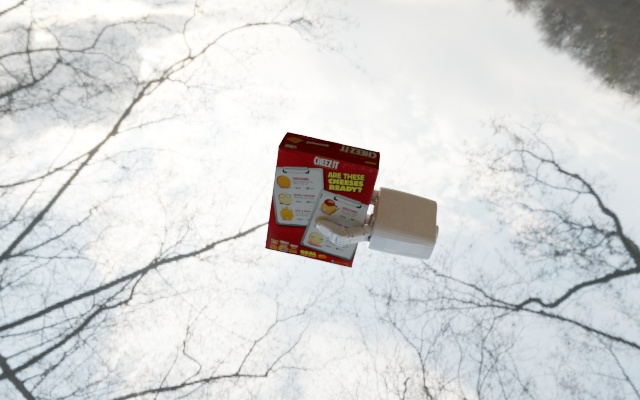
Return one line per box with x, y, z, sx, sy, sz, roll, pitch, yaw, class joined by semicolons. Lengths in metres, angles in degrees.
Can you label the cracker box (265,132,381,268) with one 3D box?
0.000;0.003;0.822;0.164;0.214;0.072;13;34;2;cracker box
